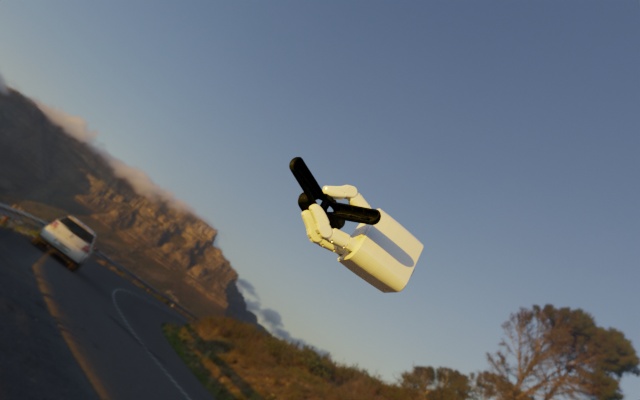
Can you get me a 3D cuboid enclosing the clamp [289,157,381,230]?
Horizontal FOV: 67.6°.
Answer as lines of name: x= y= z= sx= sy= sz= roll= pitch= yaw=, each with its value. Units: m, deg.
clamp: x=0.001 y=0.002 z=0.816 sx=0.164 sy=0.036 sz=0.210 roll=38 pitch=-19 yaw=-5
